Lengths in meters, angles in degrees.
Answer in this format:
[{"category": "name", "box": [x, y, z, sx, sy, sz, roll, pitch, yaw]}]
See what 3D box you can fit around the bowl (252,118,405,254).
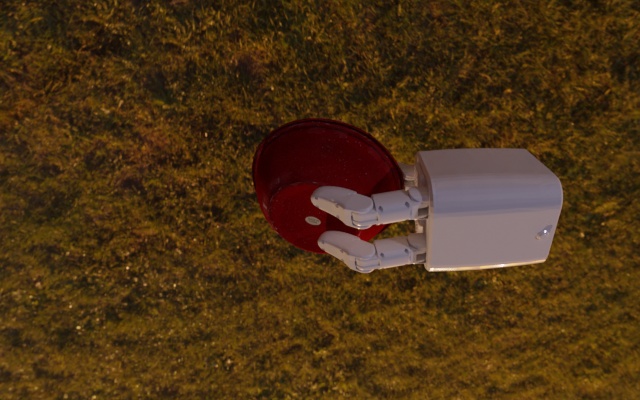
[{"category": "bowl", "box": [-0.001, 0.002, 0.475, 0.162, 0.162, 0.055, 0, 39, 17]}]
